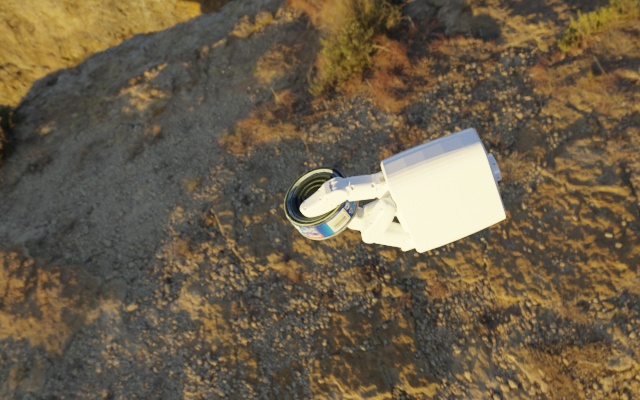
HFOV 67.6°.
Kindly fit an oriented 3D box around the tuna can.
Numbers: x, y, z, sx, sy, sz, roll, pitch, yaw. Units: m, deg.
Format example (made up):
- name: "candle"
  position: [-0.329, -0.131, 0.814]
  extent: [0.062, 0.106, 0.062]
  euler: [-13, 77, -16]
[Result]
- name: "tuna can"
  position: [0.000, 0.002, 0.571]
  extent: [0.086, 0.086, 0.034]
  euler: [0, -32, 31]
